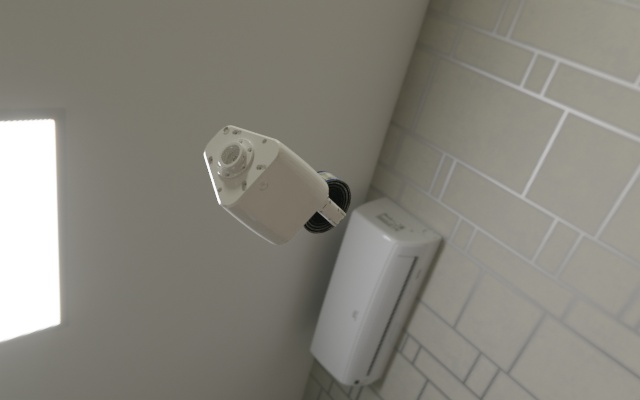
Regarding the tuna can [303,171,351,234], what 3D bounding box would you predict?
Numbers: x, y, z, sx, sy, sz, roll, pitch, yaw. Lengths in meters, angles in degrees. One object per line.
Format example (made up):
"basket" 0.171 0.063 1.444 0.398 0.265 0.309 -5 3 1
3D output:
"tuna can" 0.000 0.002 0.679 0.086 0.086 0.033 0 28 -42
